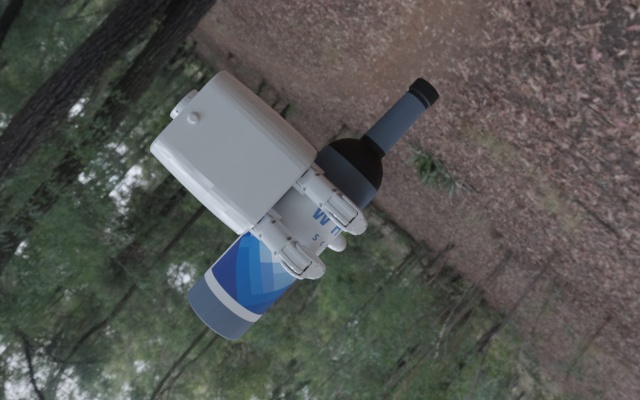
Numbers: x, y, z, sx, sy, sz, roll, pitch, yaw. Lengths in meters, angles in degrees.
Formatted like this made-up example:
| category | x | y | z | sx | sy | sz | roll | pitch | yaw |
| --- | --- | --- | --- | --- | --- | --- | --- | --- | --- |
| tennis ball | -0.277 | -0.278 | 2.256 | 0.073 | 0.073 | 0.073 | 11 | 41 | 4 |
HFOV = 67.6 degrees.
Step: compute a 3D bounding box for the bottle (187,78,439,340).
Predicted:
| category | x | y | z | sx | sy | sz | roll | pitch | yaw |
| --- | --- | --- | --- | --- | --- | --- | --- | --- | --- |
| bottle | 0.000 | 0.002 | 0.450 | 0.069 | 0.296 | 0.069 | 43 | 1 | -1 |
